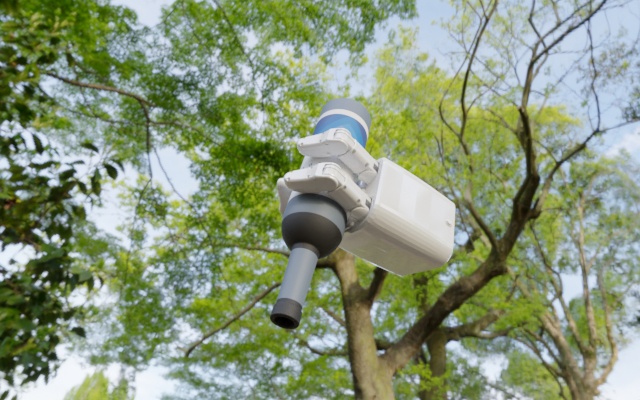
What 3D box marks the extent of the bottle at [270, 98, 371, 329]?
[{"bbox_3d":[0.000,0.001,0.522,0.069,0.295,0.069,10,-41,8],"label":"bottle"}]
